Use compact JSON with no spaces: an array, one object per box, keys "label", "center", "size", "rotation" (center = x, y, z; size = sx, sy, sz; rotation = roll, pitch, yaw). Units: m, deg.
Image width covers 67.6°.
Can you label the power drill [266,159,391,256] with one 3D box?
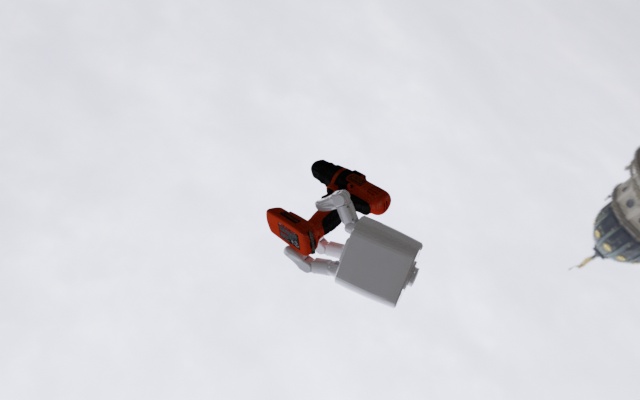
[{"label":"power drill","center":[0.000,0.003,0.832],"size":[0.187,0.057,0.184],"rotation":[-34,44,-28]}]
